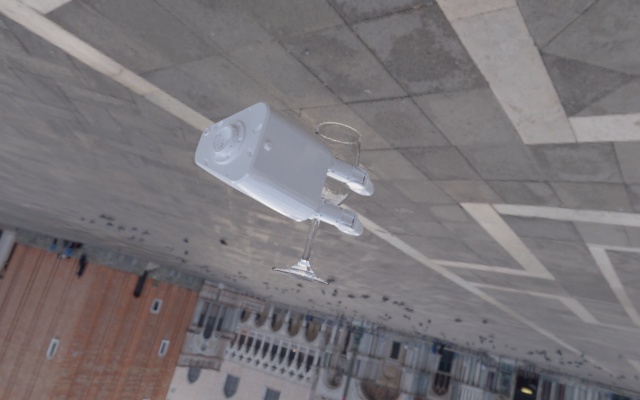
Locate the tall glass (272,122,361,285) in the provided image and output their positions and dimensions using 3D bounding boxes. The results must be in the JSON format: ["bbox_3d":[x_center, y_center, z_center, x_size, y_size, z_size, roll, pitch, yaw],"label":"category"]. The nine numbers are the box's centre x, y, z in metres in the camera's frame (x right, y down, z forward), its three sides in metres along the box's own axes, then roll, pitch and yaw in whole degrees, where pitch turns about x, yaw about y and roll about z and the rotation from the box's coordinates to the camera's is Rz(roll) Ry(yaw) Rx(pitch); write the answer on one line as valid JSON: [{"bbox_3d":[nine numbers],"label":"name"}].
[{"bbox_3d":[0.000,0.003,0.619,0.079,0.201,0.079,14,-14,4],"label":"tall glass"}]
